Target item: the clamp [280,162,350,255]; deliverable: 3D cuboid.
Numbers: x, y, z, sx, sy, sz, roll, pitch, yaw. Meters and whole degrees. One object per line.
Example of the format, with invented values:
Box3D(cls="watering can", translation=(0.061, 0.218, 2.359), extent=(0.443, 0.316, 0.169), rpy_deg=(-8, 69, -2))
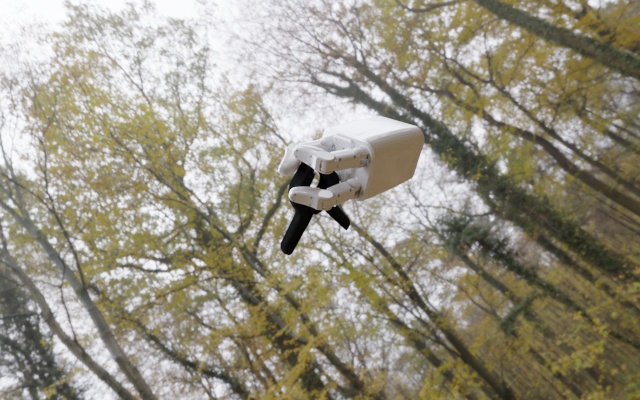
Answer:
Box3D(cls="clamp", translation=(0.000, 0.002, 0.708), extent=(0.120, 0.172, 0.039), rpy_deg=(-20, 48, -31))
